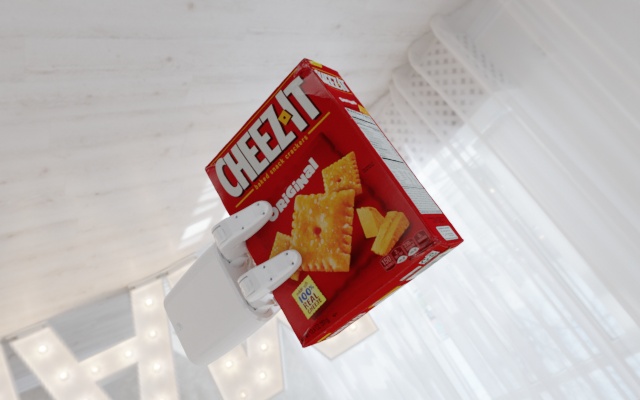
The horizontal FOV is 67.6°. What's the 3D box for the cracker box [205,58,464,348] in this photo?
[{"bbox_3d":[0.000,0.002,0.453,0.164,0.213,0.072,-42,-22,24],"label":"cracker box"}]
